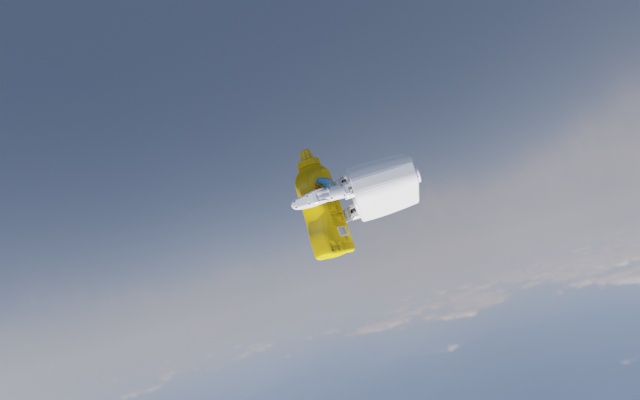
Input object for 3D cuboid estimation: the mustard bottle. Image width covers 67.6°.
[{"bbox_3d":[0.000,0.003,0.819,0.058,0.191,0.096,-22,-11,28],"label":"mustard bottle"}]
